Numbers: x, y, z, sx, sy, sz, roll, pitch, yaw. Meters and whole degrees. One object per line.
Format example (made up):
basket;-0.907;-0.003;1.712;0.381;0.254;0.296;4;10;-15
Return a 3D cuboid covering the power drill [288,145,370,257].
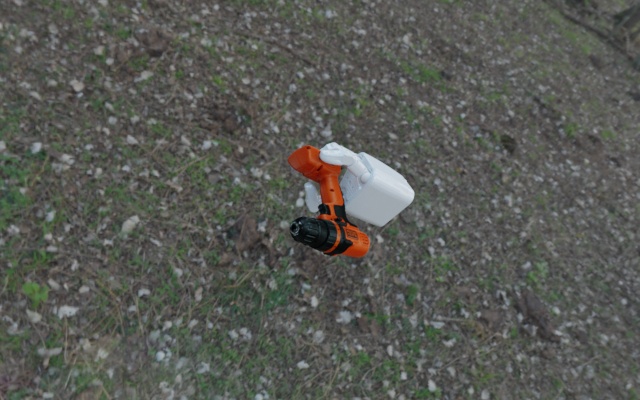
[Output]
power drill;0.000;0.002;0.804;0.057;0.187;0.184;-29;-30;27
